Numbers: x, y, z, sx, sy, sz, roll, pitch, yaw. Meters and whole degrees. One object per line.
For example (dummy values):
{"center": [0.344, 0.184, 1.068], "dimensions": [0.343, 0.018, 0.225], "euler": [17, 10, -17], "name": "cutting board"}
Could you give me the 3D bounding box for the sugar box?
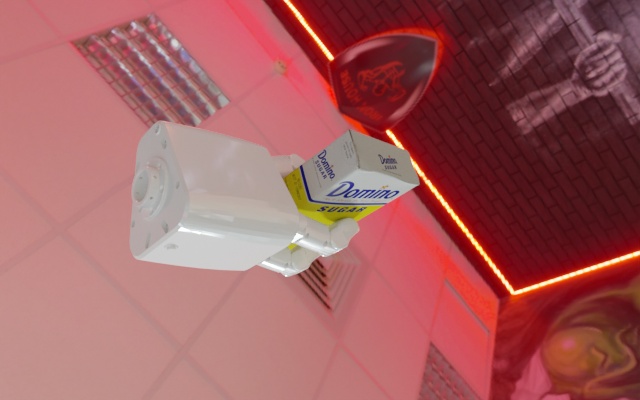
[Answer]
{"center": [0.000, 0.002, 0.476], "dimensions": [0.093, 0.048, 0.176], "euler": [10, -32, -45], "name": "sugar box"}
